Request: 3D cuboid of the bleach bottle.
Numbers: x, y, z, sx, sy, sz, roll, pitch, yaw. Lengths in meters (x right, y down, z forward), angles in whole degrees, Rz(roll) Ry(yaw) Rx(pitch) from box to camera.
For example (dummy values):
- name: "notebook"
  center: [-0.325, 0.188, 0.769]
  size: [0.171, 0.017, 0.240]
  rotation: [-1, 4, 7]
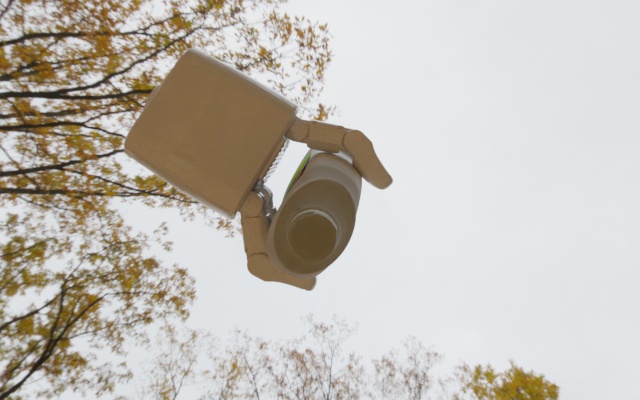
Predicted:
- name: "bleach bottle"
  center: [0.000, 0.001, 0.403]
  size: [0.068, 0.102, 0.251]
  rotation: [29, 5, -3]
